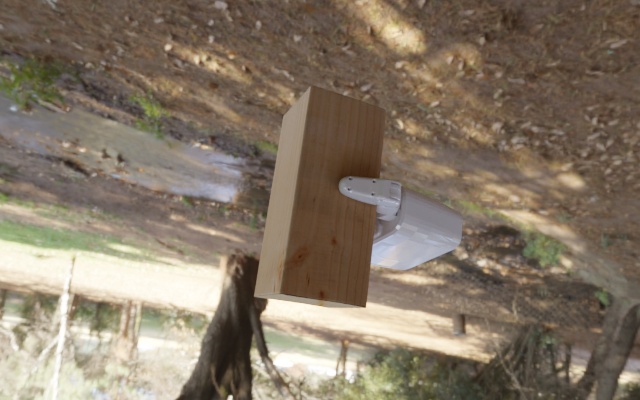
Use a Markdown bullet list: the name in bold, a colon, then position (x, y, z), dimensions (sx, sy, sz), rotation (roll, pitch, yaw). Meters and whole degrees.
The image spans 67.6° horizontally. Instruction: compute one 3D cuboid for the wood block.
- **wood block**: position (0.001, 0.002, 0.497), dimensions (0.090, 0.206, 0.091), rotation (14, -17, -21)
